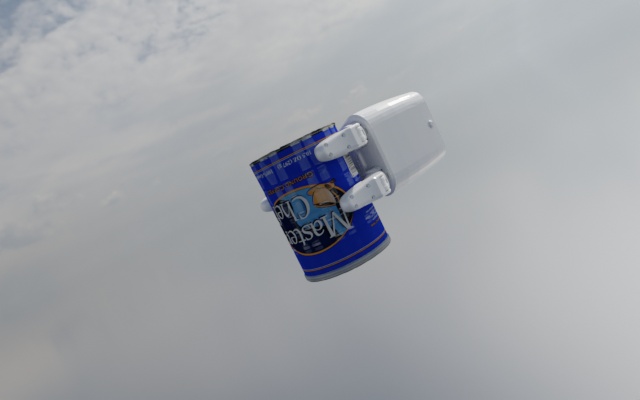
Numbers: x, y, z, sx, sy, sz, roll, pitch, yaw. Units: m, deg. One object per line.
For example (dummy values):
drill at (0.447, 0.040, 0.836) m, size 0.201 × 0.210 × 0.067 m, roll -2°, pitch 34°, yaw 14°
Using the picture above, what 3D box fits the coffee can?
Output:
coffee can at (0.000, 0.002, 0.516) m, size 0.103 × 0.140 × 0.103 m, roll -26°, pitch 6°, yaw 3°
